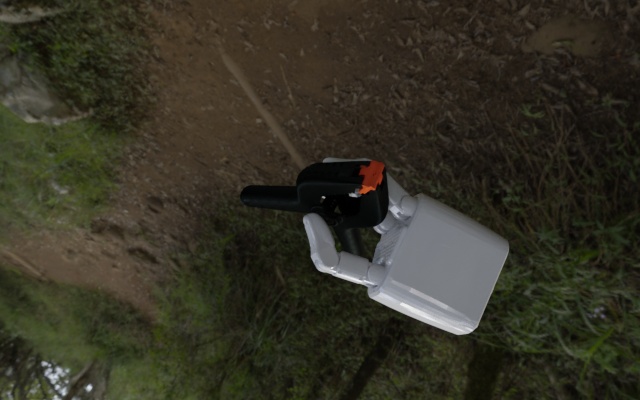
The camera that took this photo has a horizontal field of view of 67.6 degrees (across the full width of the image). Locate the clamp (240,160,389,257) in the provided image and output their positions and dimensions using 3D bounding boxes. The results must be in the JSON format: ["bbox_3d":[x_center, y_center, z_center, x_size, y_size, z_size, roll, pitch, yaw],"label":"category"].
[{"bbox_3d":[0.000,0.002,0.495,0.164,0.036,0.210,24,-23,-6],"label":"clamp"}]
